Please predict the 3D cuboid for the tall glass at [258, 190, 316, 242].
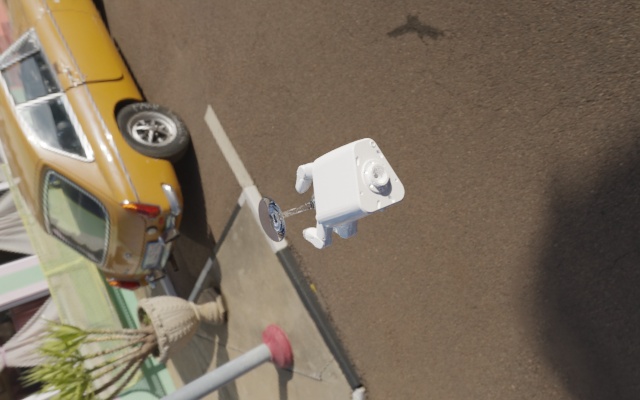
[{"bbox_3d":[-0.001,0.003,0.802,0.201,0.079,0.079,-20,11,-35],"label":"tall glass"}]
